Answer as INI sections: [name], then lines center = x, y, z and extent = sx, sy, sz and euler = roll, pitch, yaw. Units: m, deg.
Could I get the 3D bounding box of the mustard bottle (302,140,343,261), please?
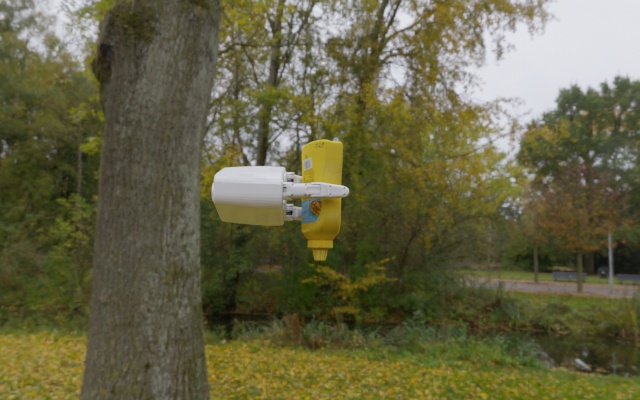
[mustard bottle]
center = 0.000, 0.002, 0.783
extent = 0.058, 0.191, 0.096
euler = 4, -7, -26
